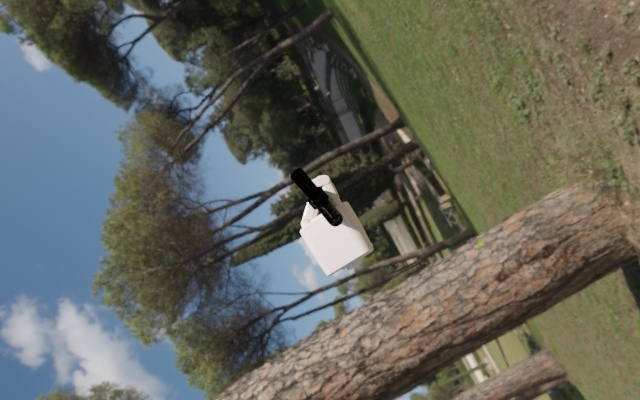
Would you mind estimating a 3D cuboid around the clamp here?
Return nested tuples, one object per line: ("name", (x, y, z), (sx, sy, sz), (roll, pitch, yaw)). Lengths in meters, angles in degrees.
("clamp", (0.000, 0.003, 0.844), (0.039, 0.120, 0.171), (-35, -11, 3))
